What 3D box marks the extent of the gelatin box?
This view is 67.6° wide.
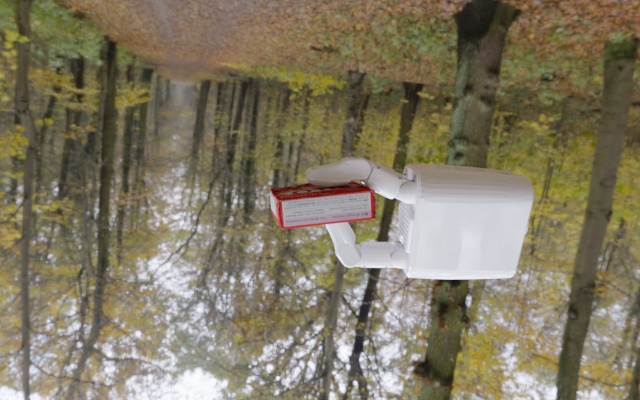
[{"bbox_3d":[0.000,0.002,0.453,0.089,0.030,0.073,-7,11,-11],"label":"gelatin box"}]
